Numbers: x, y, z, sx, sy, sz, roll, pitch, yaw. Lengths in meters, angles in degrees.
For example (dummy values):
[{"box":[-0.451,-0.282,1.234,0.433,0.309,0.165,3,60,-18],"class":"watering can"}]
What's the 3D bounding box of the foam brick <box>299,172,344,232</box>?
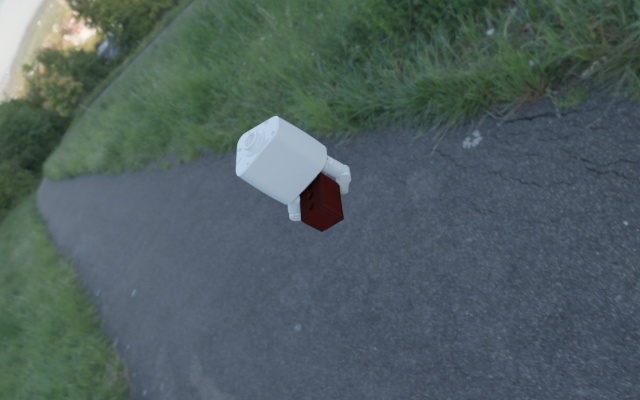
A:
[{"box":[0.000,0.003,0.798,0.053,0.078,0.051,-35,-48,30],"class":"foam brick"}]
